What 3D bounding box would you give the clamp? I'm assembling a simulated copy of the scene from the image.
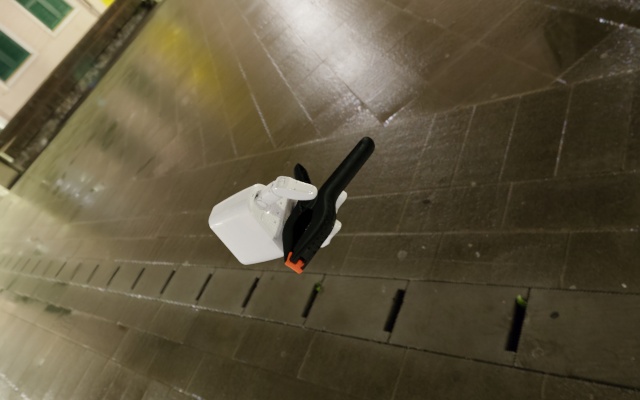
[{"bbox_3d":[-0.001,0.002,0.681,0.164,0.209,0.036,-24,-50,40],"label":"clamp"}]
